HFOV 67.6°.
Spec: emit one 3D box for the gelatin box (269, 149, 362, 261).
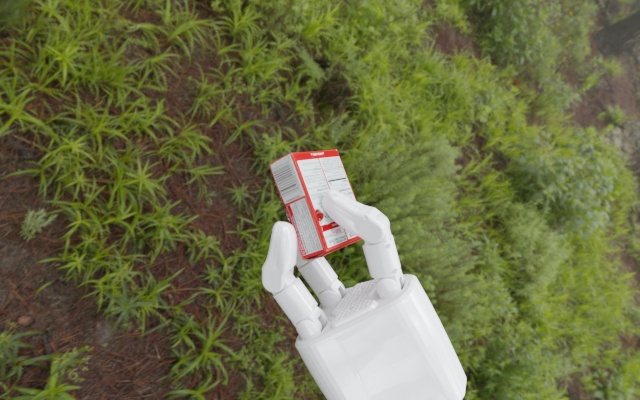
[{"bbox_3d":[0.000,0.001,0.421,0.030,0.089,0.073,-22,-5,34],"label":"gelatin box"}]
